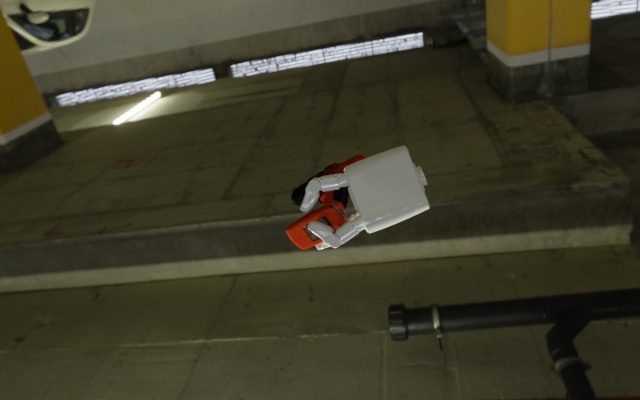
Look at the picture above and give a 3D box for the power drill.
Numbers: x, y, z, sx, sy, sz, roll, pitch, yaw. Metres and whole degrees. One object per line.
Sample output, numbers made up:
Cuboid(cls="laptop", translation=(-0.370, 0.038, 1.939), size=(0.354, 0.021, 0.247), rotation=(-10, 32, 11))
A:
Cuboid(cls="power drill", translation=(0.000, 0.003, 0.869), size=(0.184, 0.057, 0.187), rotation=(-28, 25, 31))
